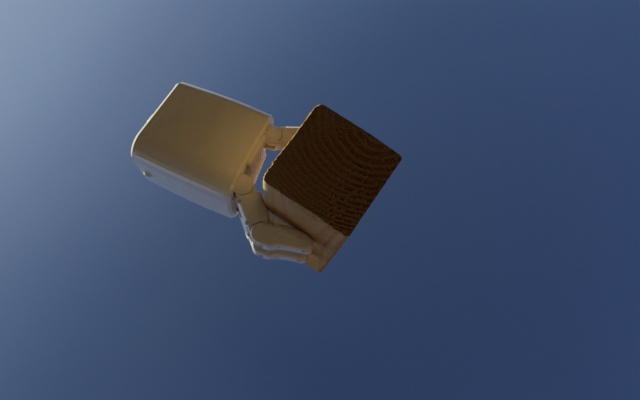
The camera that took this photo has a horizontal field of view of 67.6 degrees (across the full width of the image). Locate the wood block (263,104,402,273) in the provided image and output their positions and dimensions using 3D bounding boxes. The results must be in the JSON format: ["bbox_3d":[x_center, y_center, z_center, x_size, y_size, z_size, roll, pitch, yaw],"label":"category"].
[{"bbox_3d":[0.000,0.001,0.499,0.090,0.090,0.206,34,-17,4],"label":"wood block"}]
